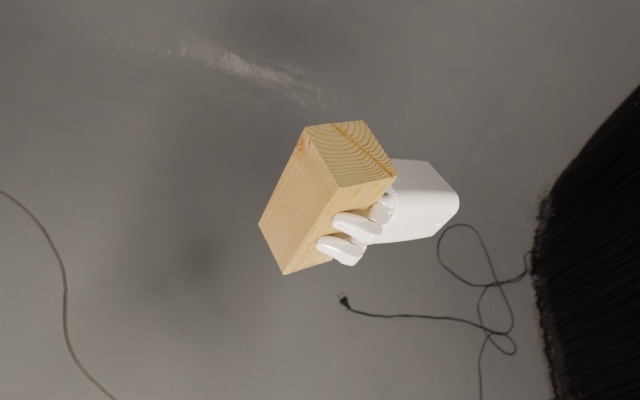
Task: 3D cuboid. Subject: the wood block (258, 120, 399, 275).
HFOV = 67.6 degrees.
[{"bbox_3d":[0.000,0.002,0.621,0.090,0.090,0.206,-13,-28,-32],"label":"wood block"}]
